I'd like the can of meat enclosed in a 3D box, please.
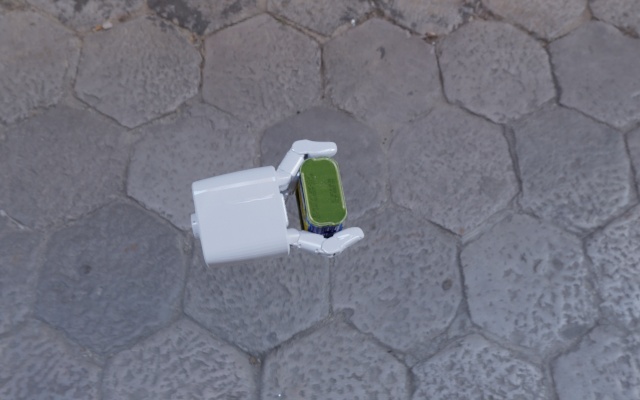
[{"bbox_3d":[0.000,0.002,0.642,0.057,0.102,0.084,-8,-21,-7],"label":"can of meat"}]
